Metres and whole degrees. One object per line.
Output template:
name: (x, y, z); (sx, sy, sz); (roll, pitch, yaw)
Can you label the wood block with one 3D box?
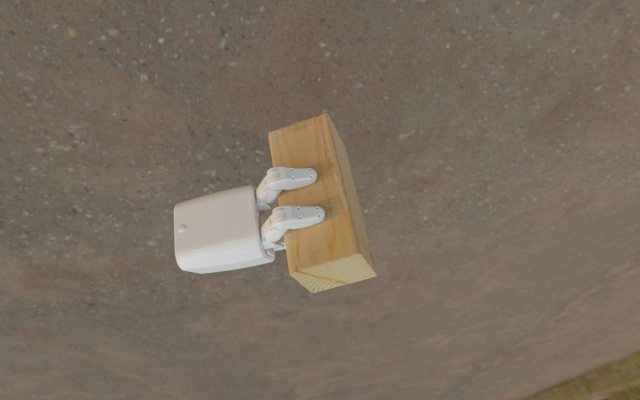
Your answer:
wood block: (0.000, 0.002, 0.626); (0.090, 0.206, 0.091); (-17, -30, 11)
